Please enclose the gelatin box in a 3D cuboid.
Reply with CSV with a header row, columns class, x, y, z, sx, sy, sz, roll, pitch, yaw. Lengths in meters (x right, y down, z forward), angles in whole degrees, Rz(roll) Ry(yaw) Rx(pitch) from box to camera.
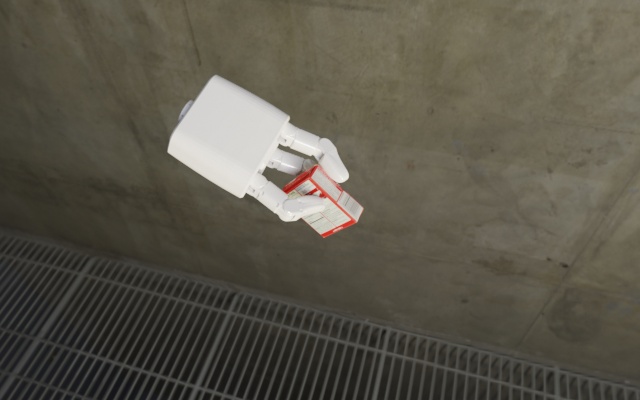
class,x,y,z,sx,sy,sz,roll,pitch,yaw
gelatin box,0.000,0.003,0.626,0.089,0.030,0.073,43,-40,-15
